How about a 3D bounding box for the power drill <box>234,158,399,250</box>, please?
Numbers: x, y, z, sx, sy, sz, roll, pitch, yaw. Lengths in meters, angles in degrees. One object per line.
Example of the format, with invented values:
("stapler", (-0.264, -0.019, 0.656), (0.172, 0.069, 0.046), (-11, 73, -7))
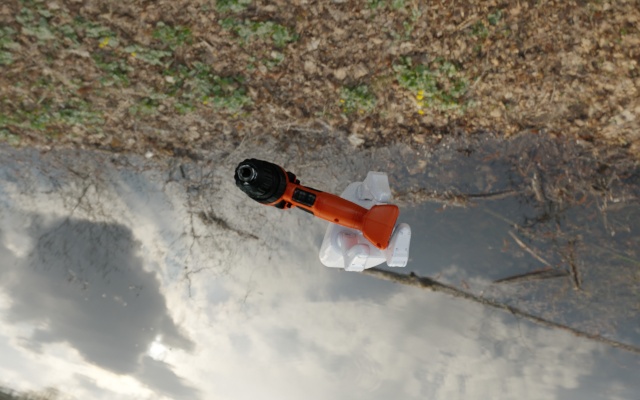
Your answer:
("power drill", (0.001, 0.002, 0.583), (0.187, 0.057, 0.184), (21, 0, 12))
